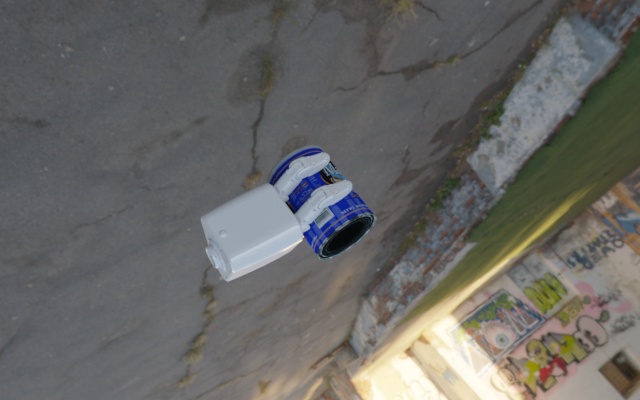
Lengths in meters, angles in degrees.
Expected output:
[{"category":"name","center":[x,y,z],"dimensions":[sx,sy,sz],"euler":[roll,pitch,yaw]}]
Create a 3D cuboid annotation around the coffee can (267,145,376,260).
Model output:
[{"category":"coffee can","center":[0.000,0.002,0.707],"dimensions":[0.103,0.140,0.103],"euler":[-31,-24,-15]}]
